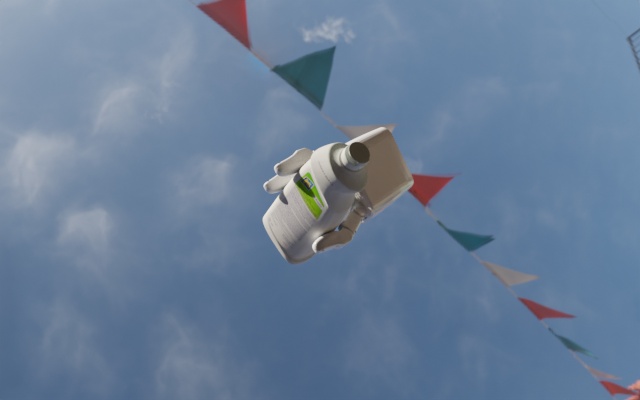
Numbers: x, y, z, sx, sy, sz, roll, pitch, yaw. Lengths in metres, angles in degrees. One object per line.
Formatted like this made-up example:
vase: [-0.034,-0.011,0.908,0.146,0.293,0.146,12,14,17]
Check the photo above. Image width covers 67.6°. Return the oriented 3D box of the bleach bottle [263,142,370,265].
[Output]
bleach bottle: [0.000,0.002,0.654,0.068,0.102,0.251,-31,-8,-34]
